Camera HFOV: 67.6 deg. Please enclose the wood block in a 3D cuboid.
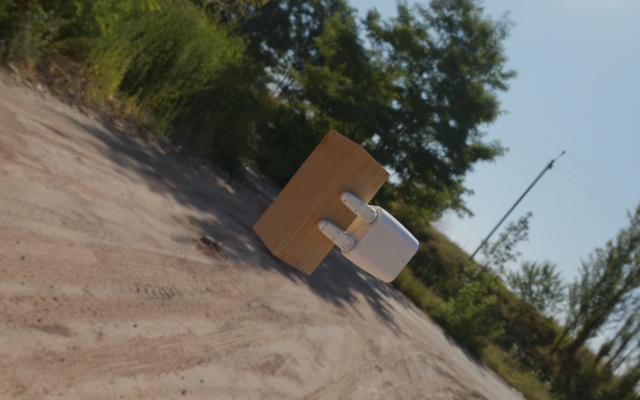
[{"bbox_3d":[0.000,0.002,0.764,0.090,0.206,0.090,37,3,-38],"label":"wood block"}]
